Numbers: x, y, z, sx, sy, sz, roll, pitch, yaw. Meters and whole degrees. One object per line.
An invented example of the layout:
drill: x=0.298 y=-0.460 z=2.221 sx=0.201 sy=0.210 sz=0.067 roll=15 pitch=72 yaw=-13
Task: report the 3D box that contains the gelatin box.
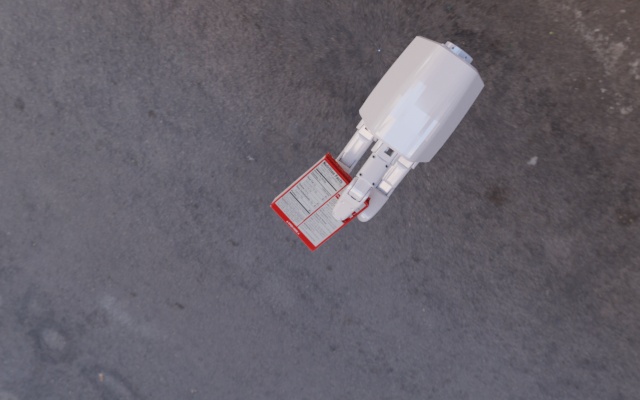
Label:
gelatin box: x=0.000 y=0.002 z=0.540 sx=0.089 sy=0.073 sz=0.030 roll=-40 pitch=9 yaw=15
